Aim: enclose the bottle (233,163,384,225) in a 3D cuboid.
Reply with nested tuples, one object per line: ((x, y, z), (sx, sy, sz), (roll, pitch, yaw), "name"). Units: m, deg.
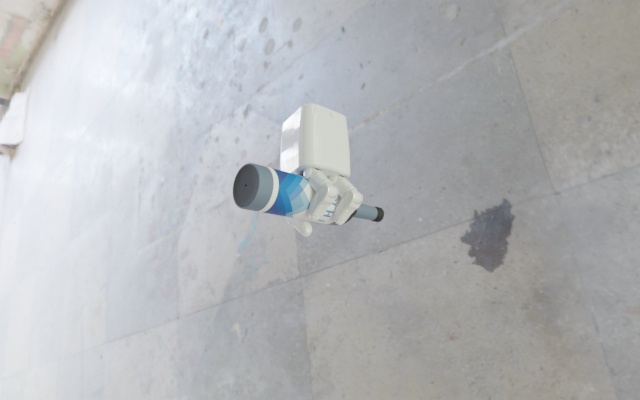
((0.000, 0.003, 0.772), (0.296, 0.069, 0.069), (13, -9, -43), "bottle")
